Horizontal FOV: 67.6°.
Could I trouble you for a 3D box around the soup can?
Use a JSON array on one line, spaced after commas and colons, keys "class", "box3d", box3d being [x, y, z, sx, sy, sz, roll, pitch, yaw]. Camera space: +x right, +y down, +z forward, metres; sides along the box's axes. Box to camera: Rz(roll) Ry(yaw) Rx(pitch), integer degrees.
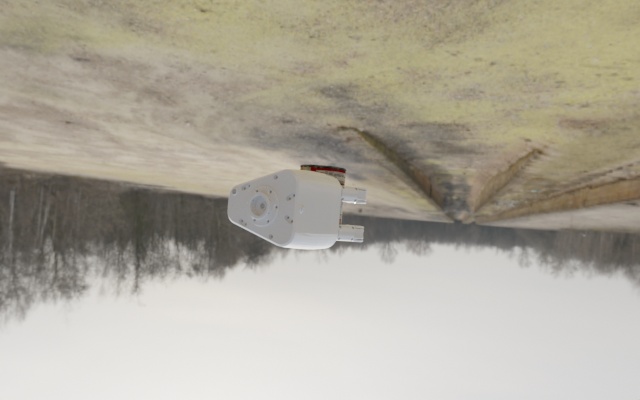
[{"class": "soup can", "box3d": [0.000, 0.003, 0.695, 0.068, 0.102, 0.068, 5, -2, 0]}]
